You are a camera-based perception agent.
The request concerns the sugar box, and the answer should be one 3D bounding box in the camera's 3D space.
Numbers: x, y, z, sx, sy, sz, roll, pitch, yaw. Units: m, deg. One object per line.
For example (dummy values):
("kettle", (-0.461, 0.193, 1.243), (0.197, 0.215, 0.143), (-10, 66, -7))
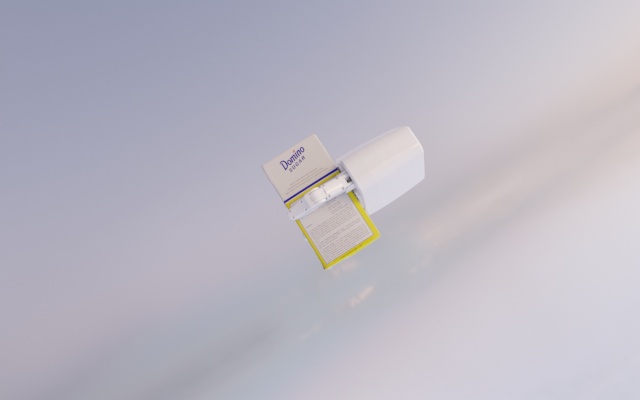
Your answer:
("sugar box", (0.000, 0.002, 0.688), (0.093, 0.176, 0.048), (-32, -10, -1))
